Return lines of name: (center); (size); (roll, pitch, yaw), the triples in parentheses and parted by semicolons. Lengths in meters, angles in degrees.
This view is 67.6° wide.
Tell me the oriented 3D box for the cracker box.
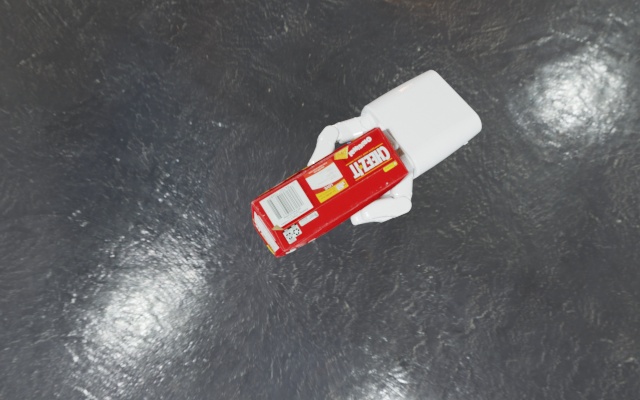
cracker box: (0.000, 0.002, 0.602); (0.164, 0.072, 0.214); (-32, -3, -11)
